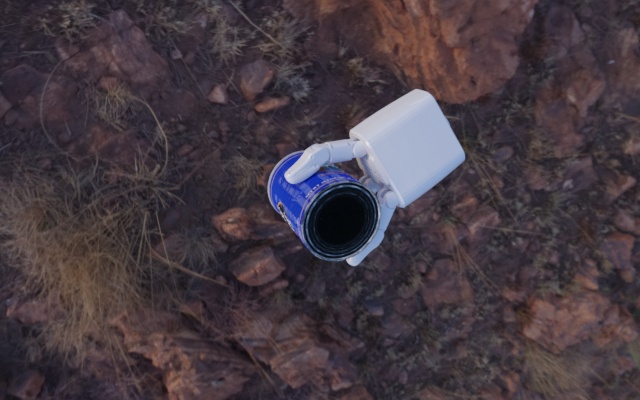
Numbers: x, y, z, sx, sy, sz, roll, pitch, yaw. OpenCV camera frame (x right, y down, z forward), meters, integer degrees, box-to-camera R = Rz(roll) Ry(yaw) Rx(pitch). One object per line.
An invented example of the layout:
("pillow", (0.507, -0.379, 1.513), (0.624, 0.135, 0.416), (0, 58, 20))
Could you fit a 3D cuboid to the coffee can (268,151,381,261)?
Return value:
("coffee can", (0.000, 0.002, 0.619), (0.103, 0.103, 0.140), (0, 20, -24))
